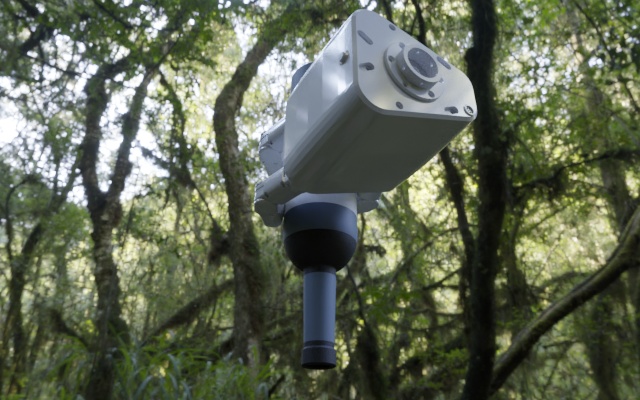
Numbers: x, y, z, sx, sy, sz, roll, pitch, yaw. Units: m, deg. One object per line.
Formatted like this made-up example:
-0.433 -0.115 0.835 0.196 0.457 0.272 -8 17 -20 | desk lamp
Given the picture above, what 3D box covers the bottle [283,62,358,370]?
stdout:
0.000 0.001 0.443 0.069 0.295 0.069 0 -29 0 | bottle
